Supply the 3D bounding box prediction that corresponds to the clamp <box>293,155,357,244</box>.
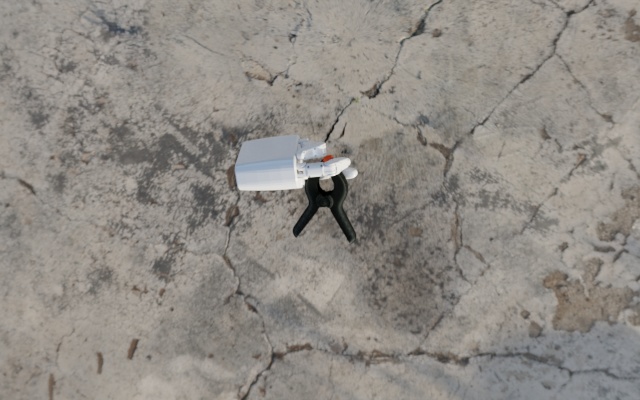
[{"bbox_3d":[0.000,0.003,0.876,0.120,0.171,0.039,-5,19,6],"label":"clamp"}]
